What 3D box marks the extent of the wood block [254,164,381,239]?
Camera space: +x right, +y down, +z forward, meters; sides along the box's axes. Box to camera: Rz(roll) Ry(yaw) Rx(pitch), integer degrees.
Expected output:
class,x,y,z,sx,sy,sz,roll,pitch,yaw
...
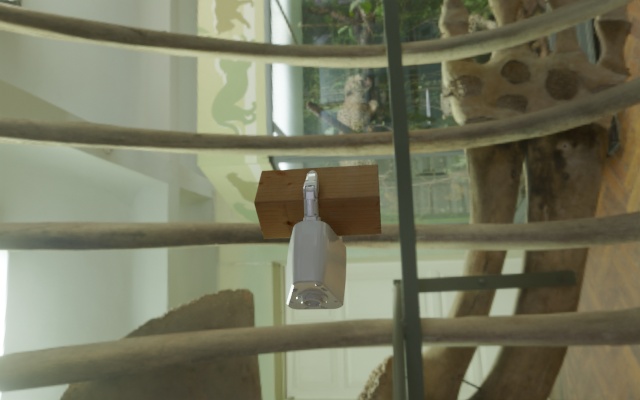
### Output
class,x,y,z,sx,sy,sz,roll,pitch,yaw
wood block,0.000,0.003,0.831,0.206,0.091,0.090,-3,41,7
